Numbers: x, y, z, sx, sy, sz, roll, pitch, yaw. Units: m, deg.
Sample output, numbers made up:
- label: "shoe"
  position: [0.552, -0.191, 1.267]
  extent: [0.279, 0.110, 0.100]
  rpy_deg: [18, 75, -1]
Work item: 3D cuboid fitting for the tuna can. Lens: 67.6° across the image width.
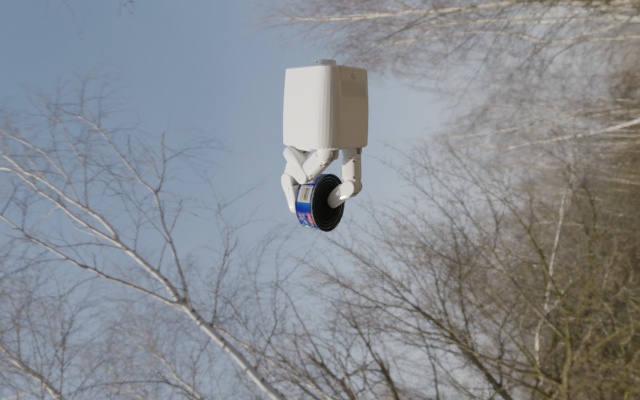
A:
- label: "tuna can"
  position: [0.000, 0.002, 0.708]
  extent: [0.034, 0.086, 0.086]
  rpy_deg: [6, 3, 35]
